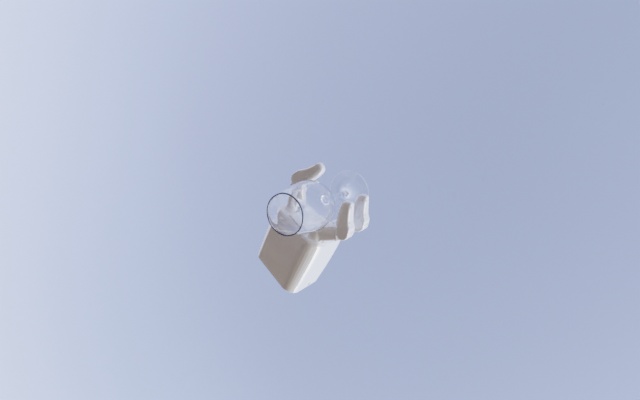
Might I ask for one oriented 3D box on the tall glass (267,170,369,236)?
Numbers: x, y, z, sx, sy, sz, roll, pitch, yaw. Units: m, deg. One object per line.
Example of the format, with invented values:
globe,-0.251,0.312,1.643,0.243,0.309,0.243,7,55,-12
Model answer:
tall glass,0.000,0.002,0.742,0.079,0.079,0.201,0,10,31
